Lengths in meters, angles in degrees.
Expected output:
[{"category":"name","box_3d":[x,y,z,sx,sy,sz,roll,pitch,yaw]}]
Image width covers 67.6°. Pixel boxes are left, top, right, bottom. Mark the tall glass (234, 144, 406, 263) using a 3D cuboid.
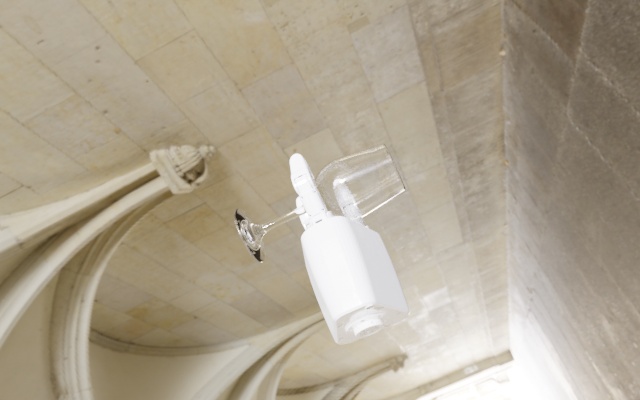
[{"category":"tall glass","box_3d":[-0.001,0.002,0.586,0.201,0.079,0.079,-26,-4,7]}]
